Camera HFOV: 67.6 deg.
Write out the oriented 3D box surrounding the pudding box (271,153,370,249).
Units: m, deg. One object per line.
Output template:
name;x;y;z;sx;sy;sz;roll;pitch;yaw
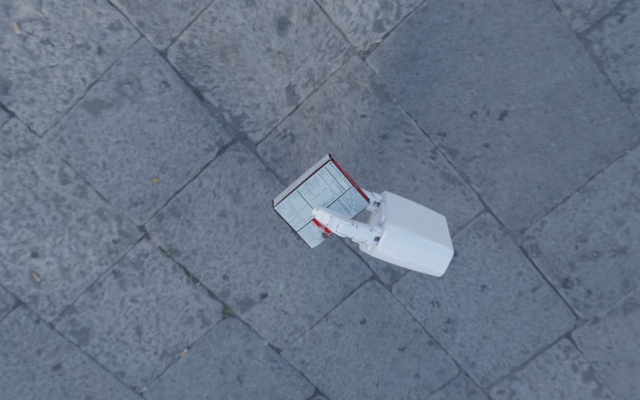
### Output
pudding box;0.000;0.002;0.681;0.113;0.090;0.039;-39;15;8
